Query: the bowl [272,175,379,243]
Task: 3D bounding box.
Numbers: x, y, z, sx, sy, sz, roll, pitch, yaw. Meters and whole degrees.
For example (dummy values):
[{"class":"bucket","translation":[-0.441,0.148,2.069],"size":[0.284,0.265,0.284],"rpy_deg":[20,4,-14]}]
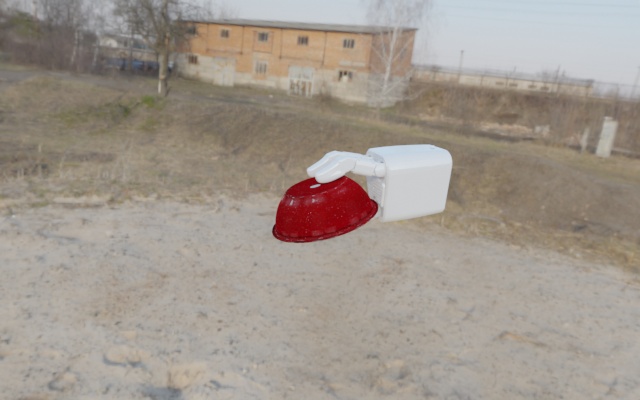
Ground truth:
[{"class":"bowl","translation":[-0.001,0.002,0.695],"size":[0.162,0.055,0.162],"rpy_deg":[-14,18,5]}]
